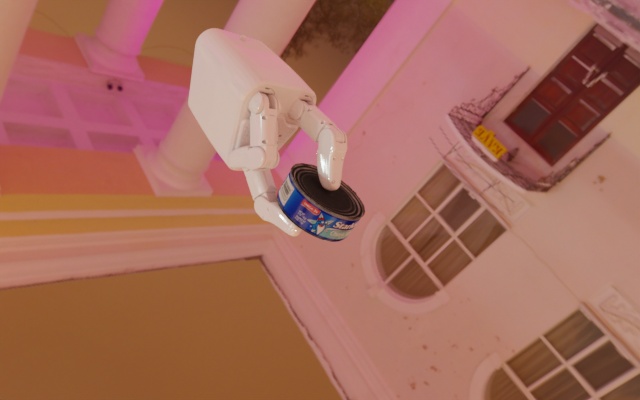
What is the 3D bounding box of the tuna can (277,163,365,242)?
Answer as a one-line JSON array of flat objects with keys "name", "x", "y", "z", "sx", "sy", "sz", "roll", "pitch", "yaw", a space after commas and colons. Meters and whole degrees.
[{"name": "tuna can", "x": 0.000, "y": 0.002, "z": 0.480, "sx": 0.086, "sy": 0.034, "sz": 0.086, "roll": 27, "pitch": 25, "yaw": -14}]
